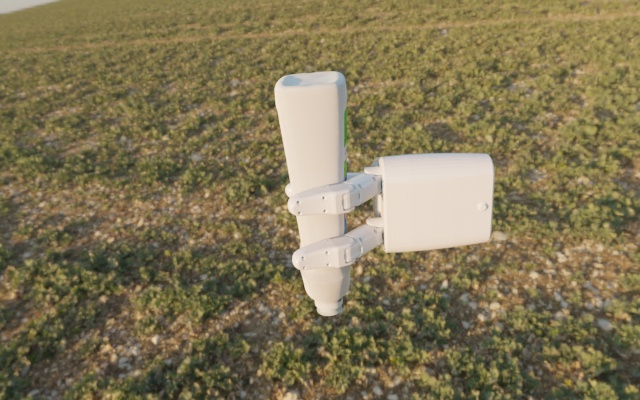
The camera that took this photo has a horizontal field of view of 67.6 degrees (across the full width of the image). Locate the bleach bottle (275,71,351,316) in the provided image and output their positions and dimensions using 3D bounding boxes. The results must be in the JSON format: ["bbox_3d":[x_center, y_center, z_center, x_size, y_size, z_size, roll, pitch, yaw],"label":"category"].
[{"bbox_3d":[0.000,0.002,0.494,0.068,0.251,0.102,-4,22,2],"label":"bleach bottle"}]
